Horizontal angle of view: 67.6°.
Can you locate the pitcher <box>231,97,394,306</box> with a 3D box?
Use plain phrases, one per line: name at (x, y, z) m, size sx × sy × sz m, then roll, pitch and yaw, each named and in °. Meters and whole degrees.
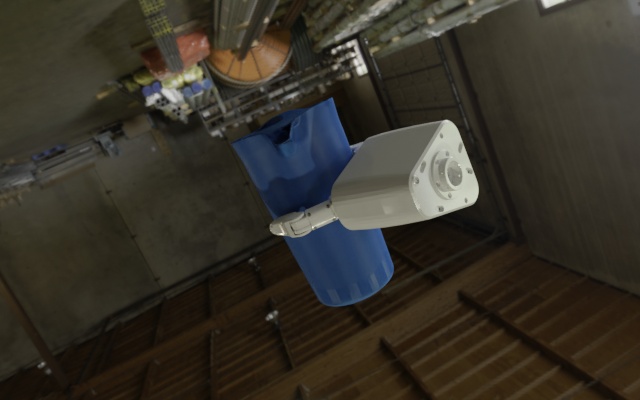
pitcher at (0.000, 0.002, 0.609) m, size 0.145 × 0.243 × 0.149 m, roll -10°, pitch 19°, yaw 48°
